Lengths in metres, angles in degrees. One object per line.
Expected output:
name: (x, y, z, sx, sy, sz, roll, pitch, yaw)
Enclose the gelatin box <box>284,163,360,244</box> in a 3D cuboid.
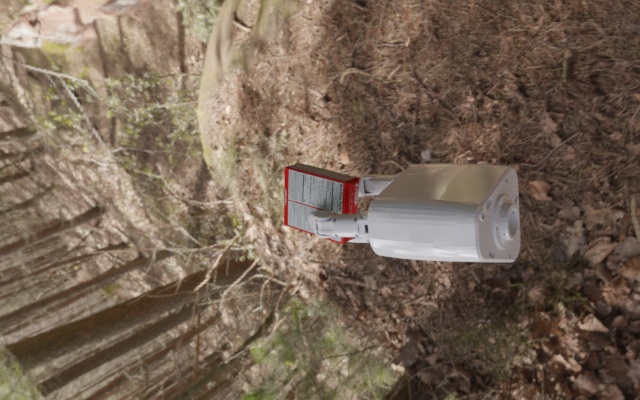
gelatin box: (0.000, 0.002, 0.542, 0.089, 0.073, 0.030, 16, 24, 33)
